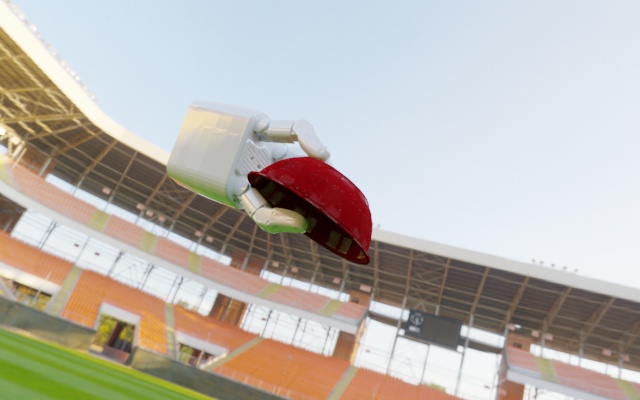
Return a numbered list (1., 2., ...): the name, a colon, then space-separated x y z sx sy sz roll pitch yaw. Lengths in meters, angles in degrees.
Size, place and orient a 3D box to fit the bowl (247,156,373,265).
1. bowl: 0.001 0.002 0.522 0.162 0.055 0.162 35 -14 10
